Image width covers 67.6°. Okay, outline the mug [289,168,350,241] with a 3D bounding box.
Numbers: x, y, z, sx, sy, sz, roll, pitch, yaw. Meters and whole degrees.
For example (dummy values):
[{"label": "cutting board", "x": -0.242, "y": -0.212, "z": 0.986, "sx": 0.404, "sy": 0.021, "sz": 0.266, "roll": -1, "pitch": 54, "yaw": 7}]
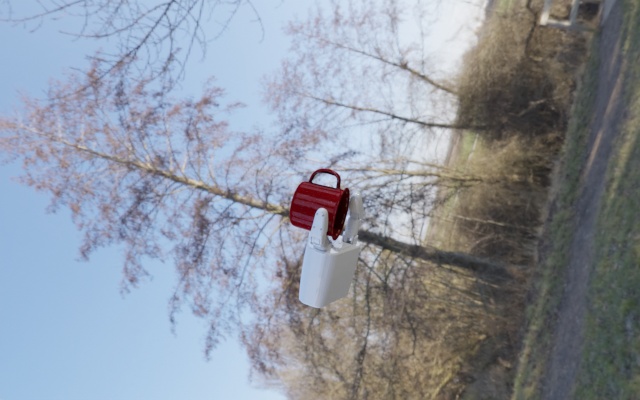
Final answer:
[{"label": "mug", "x": 0.000, "y": 0.001, "z": 0.815, "sx": 0.081, "sy": 0.117, "sz": 0.093, "roll": 14, "pitch": 13, "yaw": 15}]
